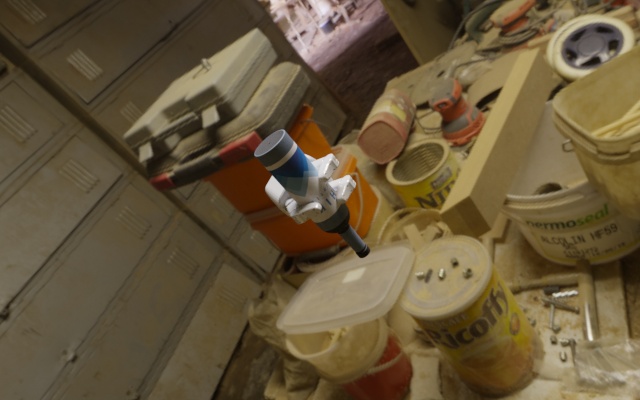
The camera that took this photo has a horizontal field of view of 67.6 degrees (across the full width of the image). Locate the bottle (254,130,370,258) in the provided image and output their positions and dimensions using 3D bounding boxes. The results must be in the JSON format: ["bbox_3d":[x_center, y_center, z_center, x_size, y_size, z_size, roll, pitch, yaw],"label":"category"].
[{"bbox_3d":[0.000,0.003,0.869,0.069,0.069,0.296,0,-43,53],"label":"bottle"}]
